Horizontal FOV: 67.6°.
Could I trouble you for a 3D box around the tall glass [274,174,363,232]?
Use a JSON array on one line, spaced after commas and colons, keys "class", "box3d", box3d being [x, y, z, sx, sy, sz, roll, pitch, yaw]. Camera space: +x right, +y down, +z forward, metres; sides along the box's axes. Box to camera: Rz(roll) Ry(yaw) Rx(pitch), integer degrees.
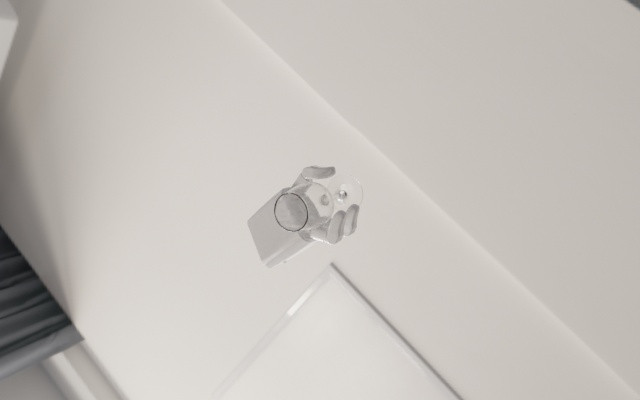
[{"class": "tall glass", "box3d": [0.001, 0.002, 0.820, 0.079, 0.079, 0.201, 0, 9, 28]}]
